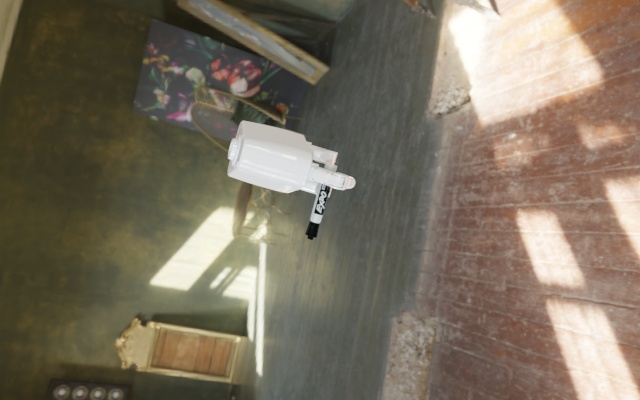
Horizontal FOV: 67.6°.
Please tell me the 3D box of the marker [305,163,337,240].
[{"bbox_3d":[0.000,0.002,0.737,0.020,0.121,0.020,16,6,-2],"label":"marker"}]
